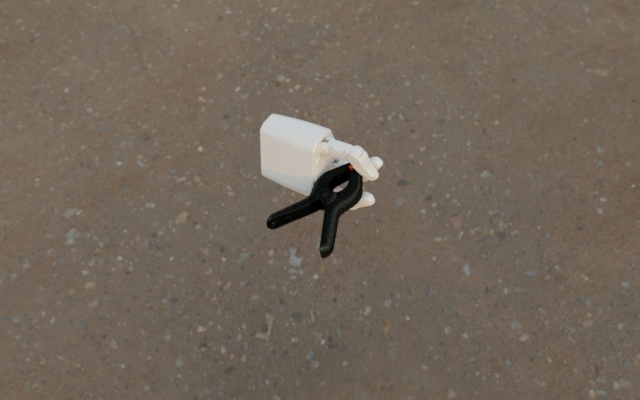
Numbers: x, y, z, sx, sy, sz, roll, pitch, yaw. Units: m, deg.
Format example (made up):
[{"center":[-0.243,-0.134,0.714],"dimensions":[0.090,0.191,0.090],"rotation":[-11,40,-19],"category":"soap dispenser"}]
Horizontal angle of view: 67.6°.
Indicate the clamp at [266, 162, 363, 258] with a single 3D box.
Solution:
[{"center":[0.000,0.002,0.723],"dimensions":[0.120,0.171,0.039],"rotation":[20,-33,23],"category":"clamp"}]
